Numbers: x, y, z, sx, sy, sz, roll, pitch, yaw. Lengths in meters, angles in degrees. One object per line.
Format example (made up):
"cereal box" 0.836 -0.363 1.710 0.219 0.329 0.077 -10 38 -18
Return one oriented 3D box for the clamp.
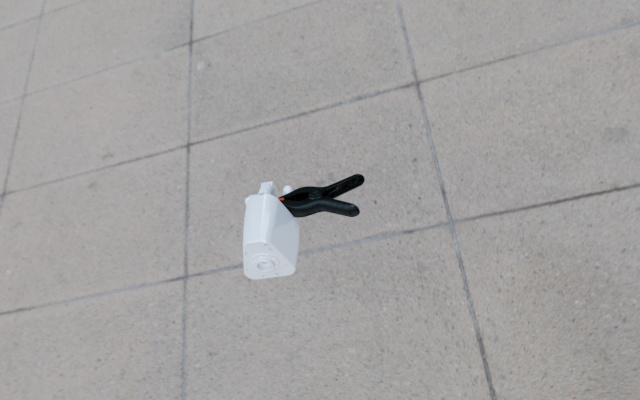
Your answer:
"clamp" 0.000 0.002 0.873 0.171 0.039 0.120 -15 25 9
